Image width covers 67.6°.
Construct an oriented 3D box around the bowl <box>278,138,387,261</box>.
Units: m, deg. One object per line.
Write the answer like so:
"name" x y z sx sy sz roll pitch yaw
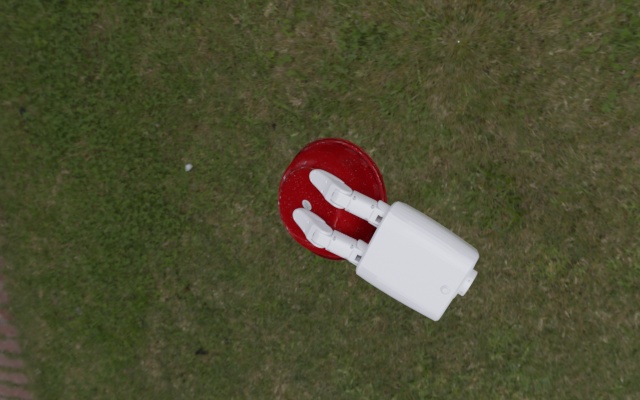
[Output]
"bowl" -0.001 0.002 0.603 0.162 0.162 0.055 0 7 35
